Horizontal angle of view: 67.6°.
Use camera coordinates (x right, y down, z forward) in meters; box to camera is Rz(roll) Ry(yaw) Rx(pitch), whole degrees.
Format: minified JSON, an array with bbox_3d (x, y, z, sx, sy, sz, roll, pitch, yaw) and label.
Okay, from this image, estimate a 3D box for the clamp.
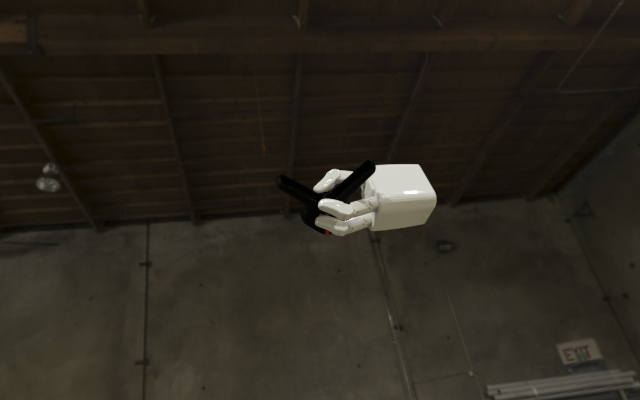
[{"bbox_3d":[0.000,0.002,0.846,0.164,0.036,0.210,-5,-32,-11],"label":"clamp"}]
